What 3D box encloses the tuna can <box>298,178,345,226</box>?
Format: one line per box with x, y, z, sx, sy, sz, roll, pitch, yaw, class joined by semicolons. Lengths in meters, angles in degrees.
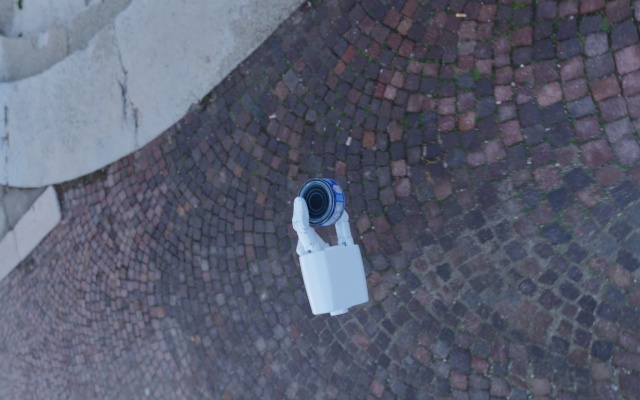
0.000;0.003;0.851;0.086;0.086;0.034;0;-2;37;tuna can
